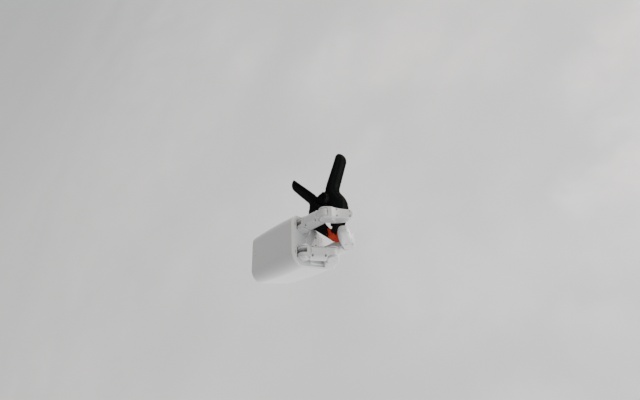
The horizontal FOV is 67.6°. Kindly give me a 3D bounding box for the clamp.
[{"bbox_3d":[0.001,0.003,0.877,0.120,0.171,0.039,-26,-41,30],"label":"clamp"}]
